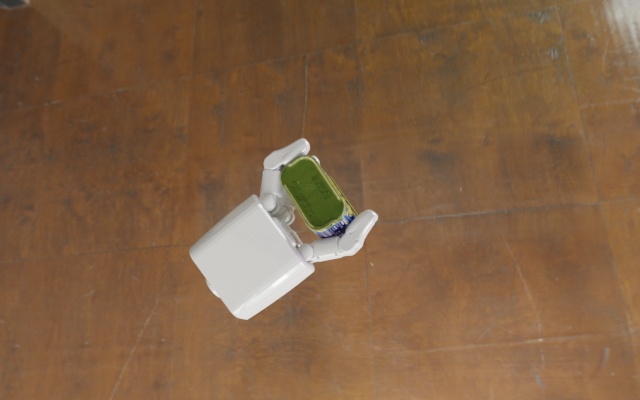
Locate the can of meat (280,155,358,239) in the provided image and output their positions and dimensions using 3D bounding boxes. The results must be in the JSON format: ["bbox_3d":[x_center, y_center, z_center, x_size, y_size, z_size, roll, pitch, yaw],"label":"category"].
[{"bbox_3d":[0.000,0.002,0.589,0.057,0.102,0.084,-35,-23,3],"label":"can of meat"}]
